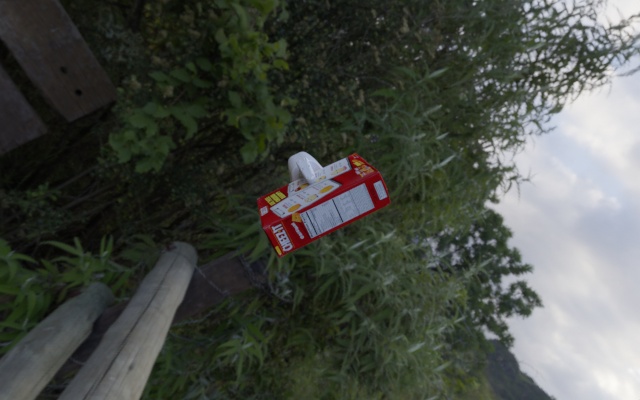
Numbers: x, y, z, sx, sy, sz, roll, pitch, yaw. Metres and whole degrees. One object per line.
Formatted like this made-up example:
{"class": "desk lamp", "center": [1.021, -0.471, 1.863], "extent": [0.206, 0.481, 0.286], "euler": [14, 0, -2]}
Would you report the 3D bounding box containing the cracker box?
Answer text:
{"class": "cracker box", "center": [0.000, 0.003, 0.858], "extent": [0.213, 0.072, 0.164], "euler": [-26, 20, -2]}
